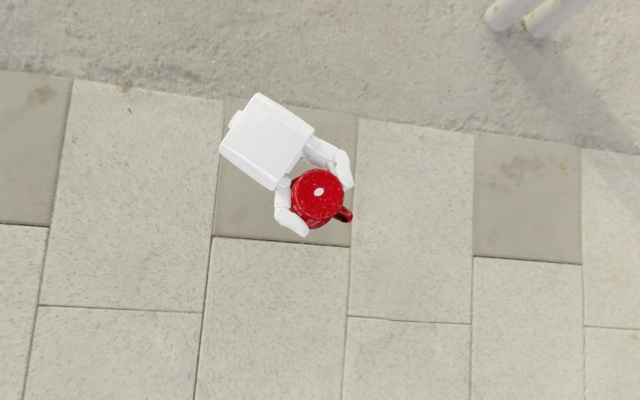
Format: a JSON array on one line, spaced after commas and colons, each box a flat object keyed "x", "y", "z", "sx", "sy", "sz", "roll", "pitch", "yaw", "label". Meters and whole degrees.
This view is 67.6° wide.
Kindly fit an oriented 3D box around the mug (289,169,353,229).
[{"x": 0.001, "y": 0.003, "z": 0.763, "sx": 0.117, "sy": 0.093, "sz": 0.081, "roll": 33, "pitch": -14, "yaw": -6, "label": "mug"}]
